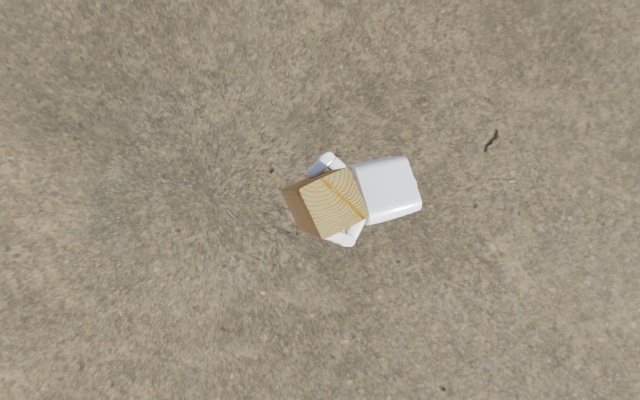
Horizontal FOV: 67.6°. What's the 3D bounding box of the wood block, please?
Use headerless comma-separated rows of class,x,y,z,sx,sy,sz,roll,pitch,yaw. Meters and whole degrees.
wood block,0.000,0.002,0.847,0.090,0.091,0.206,-25,6,-11
